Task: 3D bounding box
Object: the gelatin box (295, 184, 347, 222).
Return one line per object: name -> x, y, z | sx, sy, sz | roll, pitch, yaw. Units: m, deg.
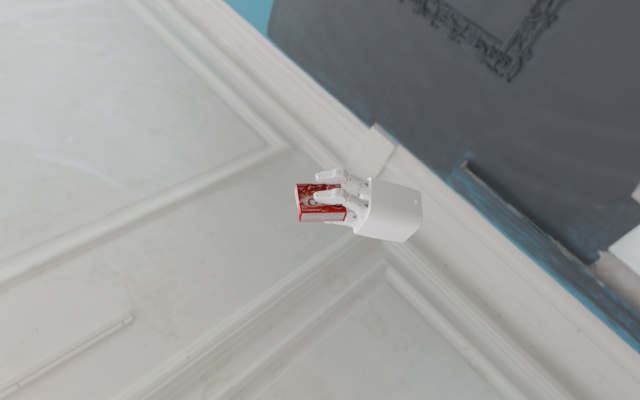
gelatin box -> 0.000, 0.003, 0.895 | 0.089, 0.073, 0.030 | 0, -40, -12
